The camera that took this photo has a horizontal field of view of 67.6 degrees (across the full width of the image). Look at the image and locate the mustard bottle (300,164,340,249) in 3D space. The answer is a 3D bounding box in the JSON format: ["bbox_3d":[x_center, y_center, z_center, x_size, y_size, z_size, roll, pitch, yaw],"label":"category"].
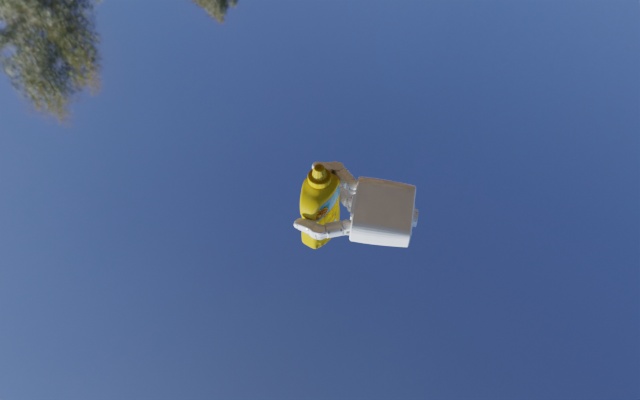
[{"bbox_3d":[0.000,0.003,0.882,0.058,0.096,0.192,28,-32,21],"label":"mustard bottle"}]
